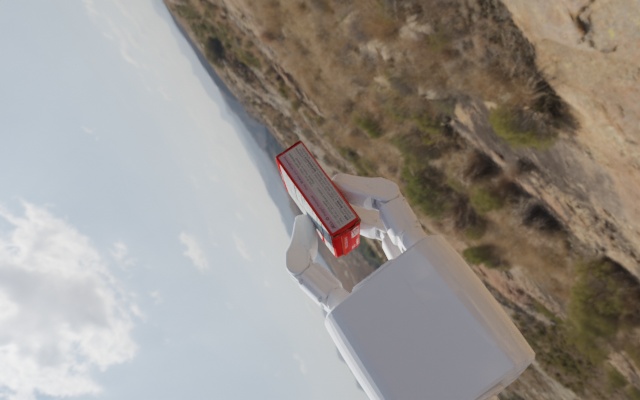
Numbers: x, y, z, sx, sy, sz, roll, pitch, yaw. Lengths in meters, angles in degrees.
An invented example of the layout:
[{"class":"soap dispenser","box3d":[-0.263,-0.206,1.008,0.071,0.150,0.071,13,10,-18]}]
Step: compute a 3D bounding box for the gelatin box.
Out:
[{"class":"gelatin box","box3d":[-0.001,0.001,0.417,0.030,0.089,0.073,-34,-18,-8]}]
